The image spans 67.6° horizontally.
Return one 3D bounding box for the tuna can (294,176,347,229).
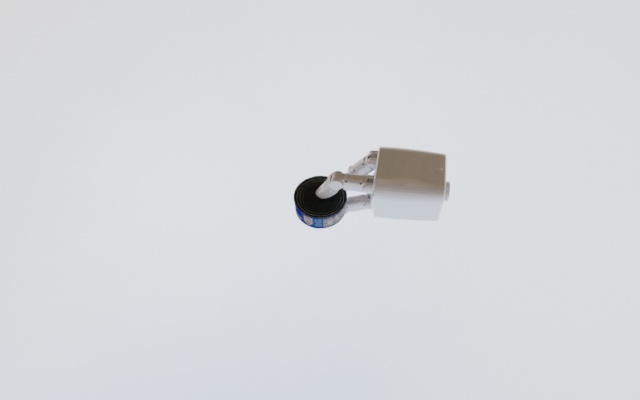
[{"bbox_3d":[0.000,0.003,0.775,0.086,0.086,0.034,0,-37,2],"label":"tuna can"}]
